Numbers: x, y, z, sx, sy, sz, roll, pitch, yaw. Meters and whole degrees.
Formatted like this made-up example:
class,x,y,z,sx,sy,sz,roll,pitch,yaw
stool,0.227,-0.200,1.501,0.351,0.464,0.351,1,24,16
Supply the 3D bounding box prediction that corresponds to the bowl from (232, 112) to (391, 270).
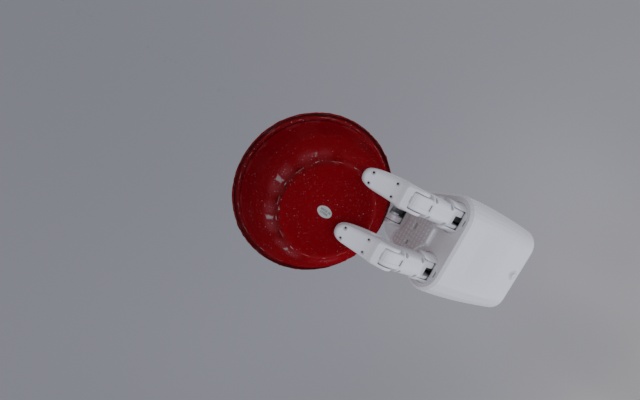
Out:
class,x,y,z,sx,sy,sz,roll,pitch,yaw
bowl,-0.001,0.001,0.447,0.162,0.162,0.055,0,17,-13
